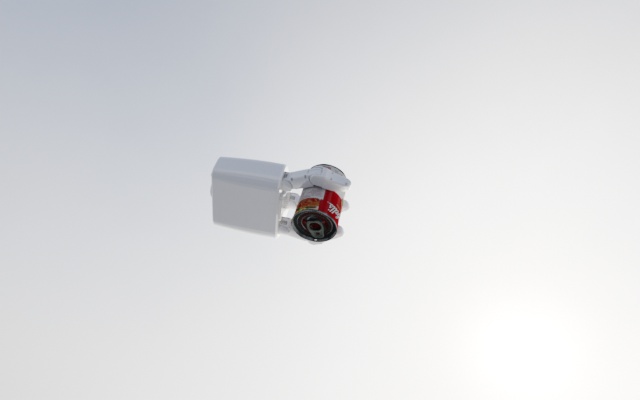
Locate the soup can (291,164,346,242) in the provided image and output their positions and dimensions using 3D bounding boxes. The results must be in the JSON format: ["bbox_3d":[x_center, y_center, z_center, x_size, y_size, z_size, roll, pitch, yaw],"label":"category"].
[{"bbox_3d":[0.001,0.002,0.717,0.068,0.102,0.069,8,-44,8],"label":"soup can"}]
